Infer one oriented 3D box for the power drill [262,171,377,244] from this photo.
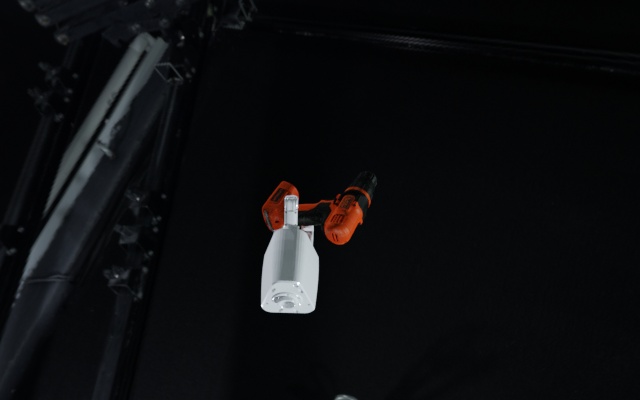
[{"bbox_3d":[0.000,0.003,0.892,0.187,0.057,0.184,2,36,28],"label":"power drill"}]
